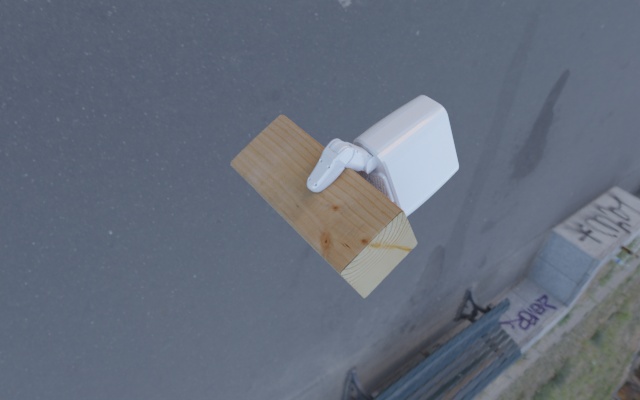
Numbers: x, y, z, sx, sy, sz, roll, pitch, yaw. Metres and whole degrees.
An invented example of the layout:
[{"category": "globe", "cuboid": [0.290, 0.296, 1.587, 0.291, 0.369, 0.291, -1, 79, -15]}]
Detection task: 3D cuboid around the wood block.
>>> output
[{"category": "wood block", "cuboid": [0.000, 0.001, 0.552, 0.206, 0.090, 0.091, 42, -7, 33]}]
